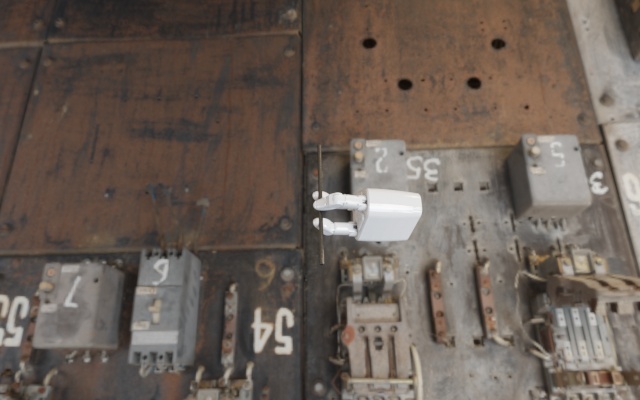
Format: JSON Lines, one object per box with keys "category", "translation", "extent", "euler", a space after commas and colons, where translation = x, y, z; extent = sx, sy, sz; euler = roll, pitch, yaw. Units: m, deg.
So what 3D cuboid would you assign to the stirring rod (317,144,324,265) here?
{"category": "stirring rod", "translation": [0.000, 0.003, 0.896], "extent": [0.011, 0.239, 0.011], "euler": [-1, -22, 0]}
